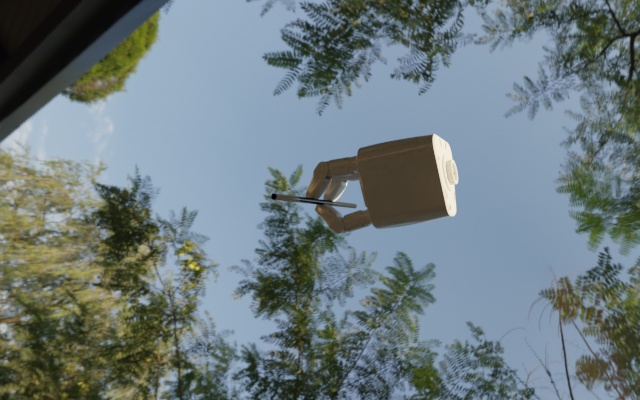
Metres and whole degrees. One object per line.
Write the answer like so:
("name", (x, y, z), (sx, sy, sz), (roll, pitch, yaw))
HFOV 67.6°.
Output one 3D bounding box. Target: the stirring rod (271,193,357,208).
("stirring rod", (0.000, 0.002, 0.687), (0.011, 0.011, 0.239), (0, -3, 28))
